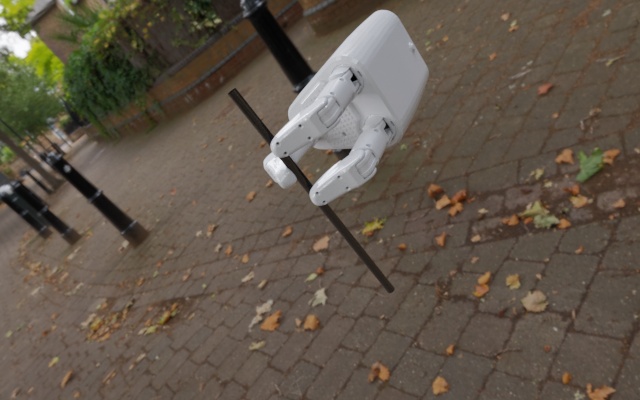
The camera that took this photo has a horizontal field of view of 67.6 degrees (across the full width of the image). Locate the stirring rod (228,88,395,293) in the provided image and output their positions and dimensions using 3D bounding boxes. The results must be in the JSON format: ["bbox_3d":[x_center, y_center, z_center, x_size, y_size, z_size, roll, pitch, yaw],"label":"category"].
[{"bbox_3d":[0.000,0.001,0.418,0.011,0.240,0.011,-31,25,16],"label":"stirring rod"}]
